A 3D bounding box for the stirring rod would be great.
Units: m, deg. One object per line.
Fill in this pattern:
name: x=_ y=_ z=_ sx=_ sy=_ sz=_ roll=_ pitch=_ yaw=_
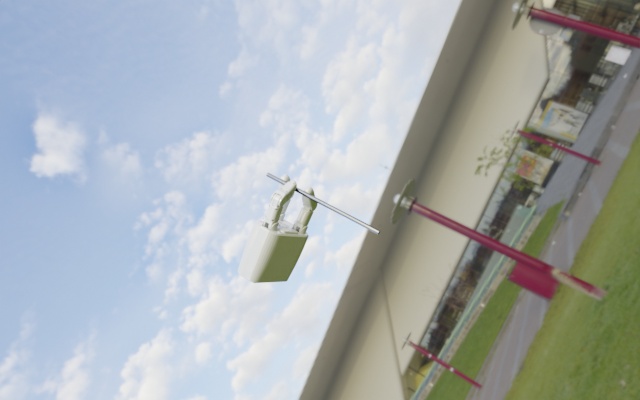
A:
stirring rod: x=0.000 y=0.003 z=0.855 sx=0.239 sy=0.011 sz=0.011 roll=27 pitch=10 yaw=21
